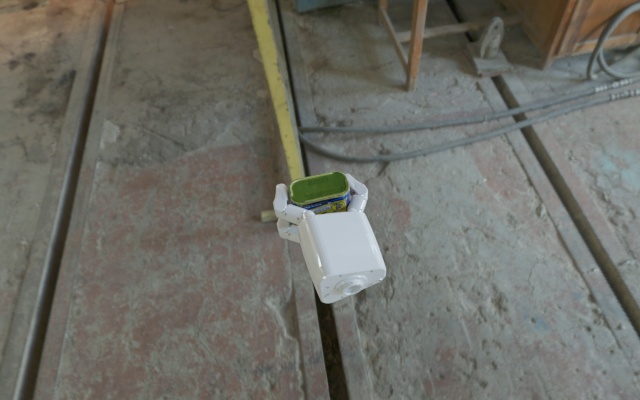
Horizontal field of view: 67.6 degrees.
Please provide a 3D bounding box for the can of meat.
[{"bbox_3d":[0.000,0.002,0.790,0.102,0.057,0.084,-13,-36,-5],"label":"can of meat"}]
